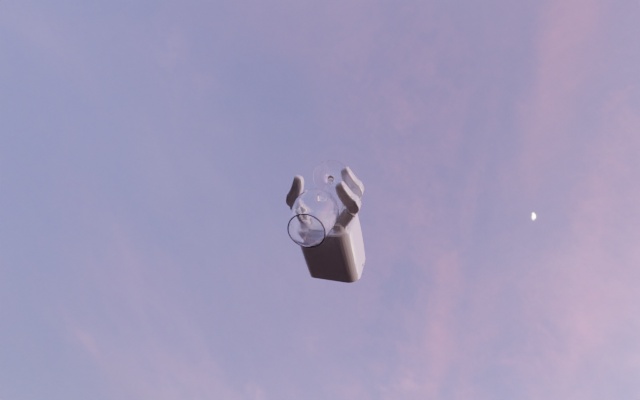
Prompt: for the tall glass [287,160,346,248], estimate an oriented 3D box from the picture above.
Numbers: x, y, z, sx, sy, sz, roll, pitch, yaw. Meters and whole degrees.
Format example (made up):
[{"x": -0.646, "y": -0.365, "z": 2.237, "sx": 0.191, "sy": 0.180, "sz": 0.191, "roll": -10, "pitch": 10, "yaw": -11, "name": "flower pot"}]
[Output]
[{"x": 0.000, "y": 0.002, "z": 0.829, "sx": 0.079, "sy": 0.079, "sz": 0.201, "roll": 0, "pitch": 27, "yaw": 15, "name": "tall glass"}]
